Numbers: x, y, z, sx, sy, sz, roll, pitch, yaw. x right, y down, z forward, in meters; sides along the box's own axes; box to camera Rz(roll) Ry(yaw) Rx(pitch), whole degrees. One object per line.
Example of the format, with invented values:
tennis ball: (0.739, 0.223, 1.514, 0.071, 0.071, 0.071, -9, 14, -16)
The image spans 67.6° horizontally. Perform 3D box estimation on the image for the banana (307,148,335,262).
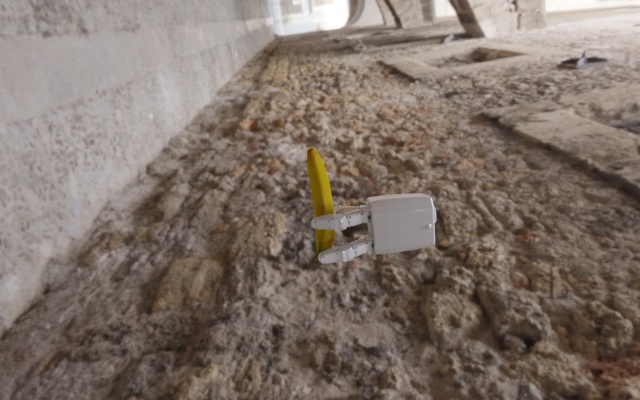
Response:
banana: (0.002, 0.007, 0.852, 0.037, 0.198, 0.069, -6, -3, 6)
